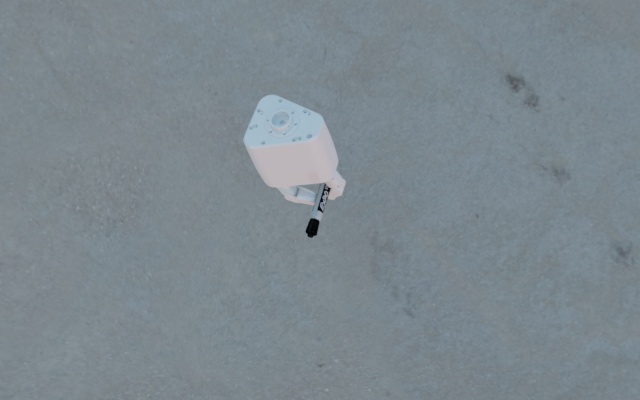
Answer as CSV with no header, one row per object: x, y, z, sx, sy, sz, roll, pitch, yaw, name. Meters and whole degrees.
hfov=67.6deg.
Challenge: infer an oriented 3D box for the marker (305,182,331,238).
0.000,0.002,0.754,0.020,0.121,0.020,15,-23,6,marker
